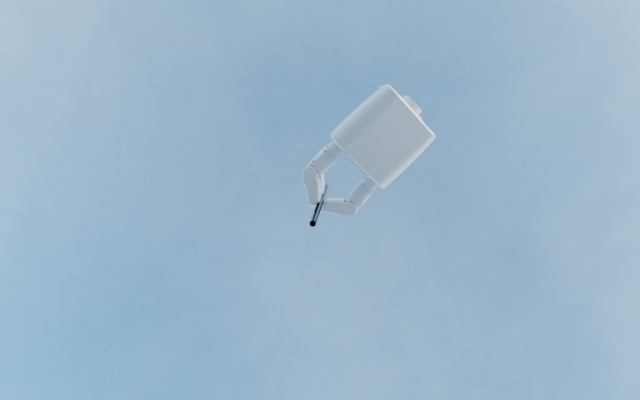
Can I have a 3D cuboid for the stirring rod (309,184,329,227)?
[{"bbox_3d":[0.000,0.002,0.696,0.011,0.011,0.239,0,12,5],"label":"stirring rod"}]
